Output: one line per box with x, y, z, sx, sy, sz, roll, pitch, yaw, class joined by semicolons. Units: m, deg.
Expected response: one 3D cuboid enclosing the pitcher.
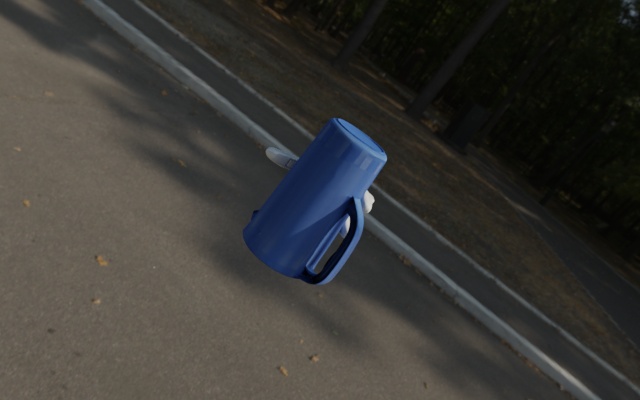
0.000;0.002;0.752;0.149;0.243;0.145;33;17;-11;pitcher
